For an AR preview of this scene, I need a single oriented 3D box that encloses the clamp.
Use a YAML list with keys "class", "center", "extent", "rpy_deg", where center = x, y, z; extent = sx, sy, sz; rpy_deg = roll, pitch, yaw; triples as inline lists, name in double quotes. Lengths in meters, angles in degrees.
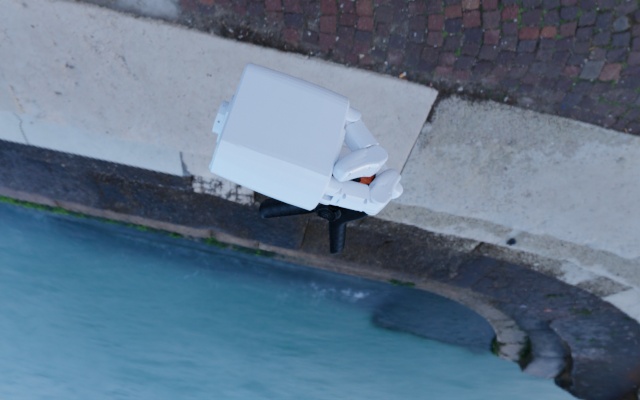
- class: "clamp"
  center: [0.000, 0.002, 0.552]
  extent: [0.120, 0.039, 0.171]
  rpy_deg: [19, -38, -12]
